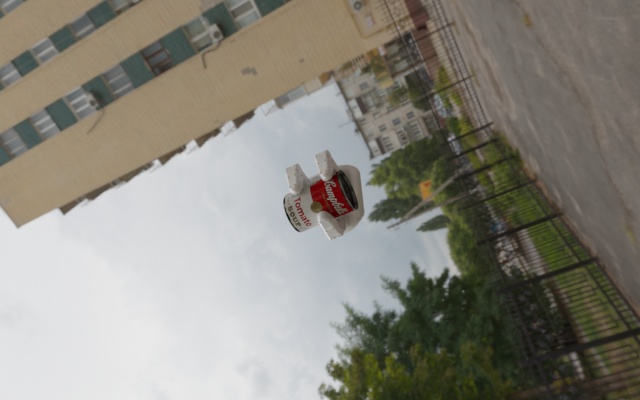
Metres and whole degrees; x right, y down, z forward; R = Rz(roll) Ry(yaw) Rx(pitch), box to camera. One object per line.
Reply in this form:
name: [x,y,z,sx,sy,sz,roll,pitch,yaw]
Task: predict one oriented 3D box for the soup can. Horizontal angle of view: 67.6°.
soup can: [0.000,0.003,0.762,0.102,0.068,0.068,-23,-7,16]
